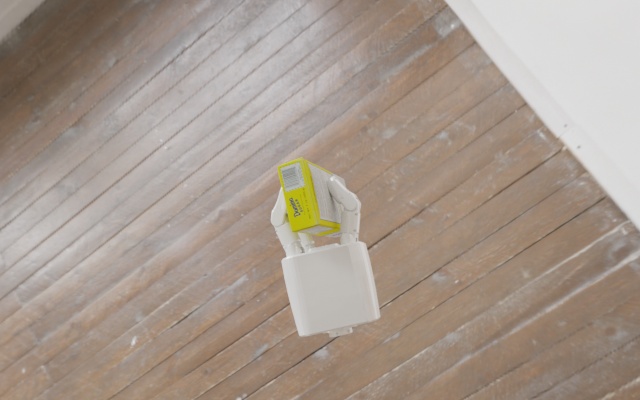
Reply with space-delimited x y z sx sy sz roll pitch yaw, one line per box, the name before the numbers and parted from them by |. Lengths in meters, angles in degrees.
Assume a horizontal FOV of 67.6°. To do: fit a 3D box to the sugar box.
sugar box | 0.000 0.003 0.691 0.048 0.093 0.176 -16 -12 15
